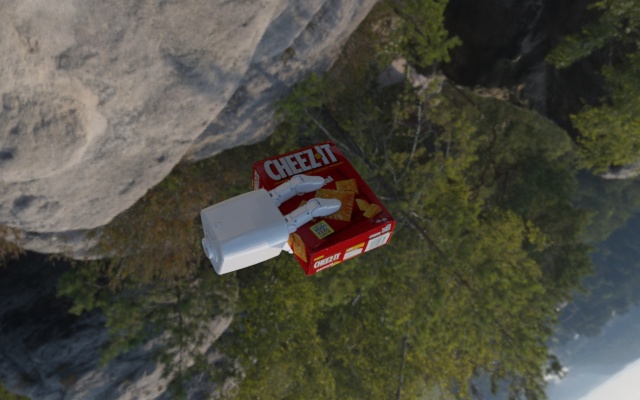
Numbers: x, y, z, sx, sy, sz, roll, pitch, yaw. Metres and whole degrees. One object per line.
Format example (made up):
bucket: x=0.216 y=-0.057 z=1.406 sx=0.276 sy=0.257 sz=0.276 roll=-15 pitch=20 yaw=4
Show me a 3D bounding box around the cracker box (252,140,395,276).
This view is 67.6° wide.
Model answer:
cracker box: x=0.000 y=0.003 z=0.816 sx=0.164 sy=0.213 sz=0.072 roll=-19 pitch=-34 yaw=-24
